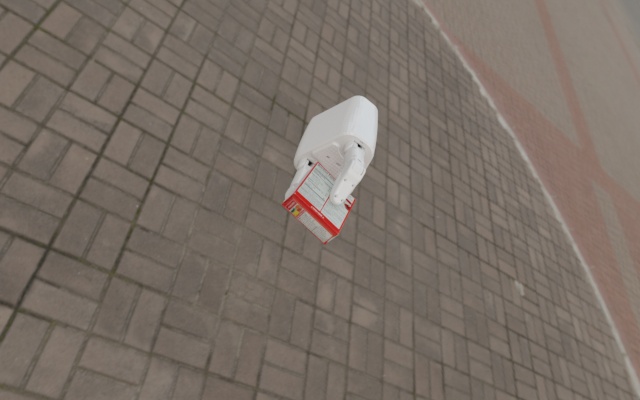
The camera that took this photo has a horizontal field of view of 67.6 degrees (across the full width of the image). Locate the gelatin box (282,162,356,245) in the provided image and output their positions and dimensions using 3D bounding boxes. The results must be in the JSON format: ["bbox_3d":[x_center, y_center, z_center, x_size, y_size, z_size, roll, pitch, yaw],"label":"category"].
[{"bbox_3d":[0.000,0.002,0.600,0.030,0.073,0.089,-41,10,34],"label":"gelatin box"}]
